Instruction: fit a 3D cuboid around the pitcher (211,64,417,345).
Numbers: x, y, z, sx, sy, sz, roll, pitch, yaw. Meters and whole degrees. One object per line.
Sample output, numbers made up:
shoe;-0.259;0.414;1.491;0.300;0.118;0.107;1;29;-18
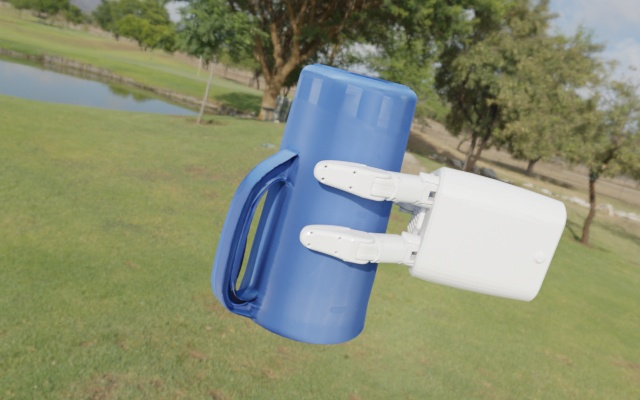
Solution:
pitcher;0.000;0.002;0.451;0.145;0.243;0.149;15;15;4
